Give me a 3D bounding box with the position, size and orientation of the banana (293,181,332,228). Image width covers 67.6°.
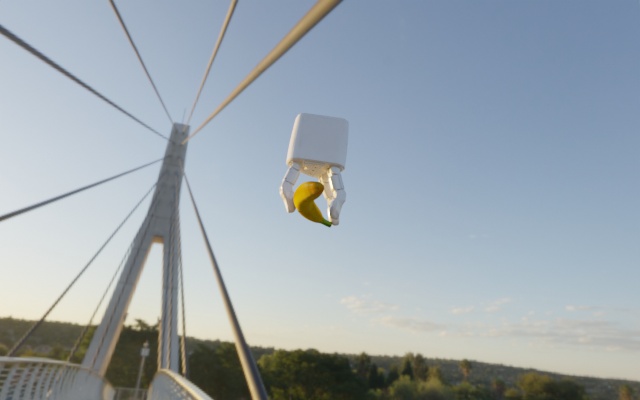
[{"bbox_3d":[-0.018,0.001,0.884,0.069,0.037,0.198,8,-19,9],"label":"banana"}]
